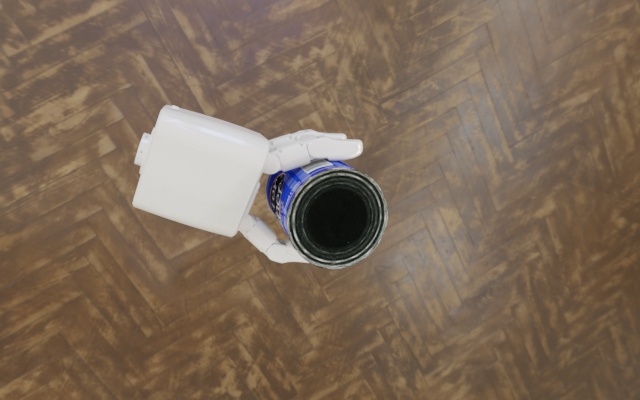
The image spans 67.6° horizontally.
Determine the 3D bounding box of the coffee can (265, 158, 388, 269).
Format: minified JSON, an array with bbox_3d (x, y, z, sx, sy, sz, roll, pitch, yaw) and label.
[{"bbox_3d":[0.000,0.002,0.526,0.103,0.103,0.140,0,14,-15],"label":"coffee can"}]
